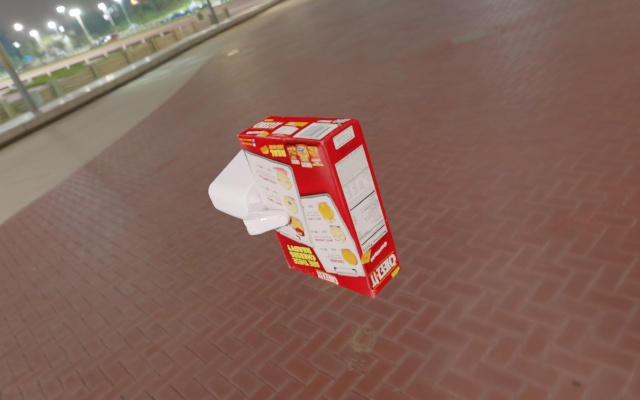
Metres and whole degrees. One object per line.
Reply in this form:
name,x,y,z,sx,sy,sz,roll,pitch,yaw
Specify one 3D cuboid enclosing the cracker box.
cracker box,0.000,0.002,0.605,0.072,0.214,0.164,-37,31,-32
